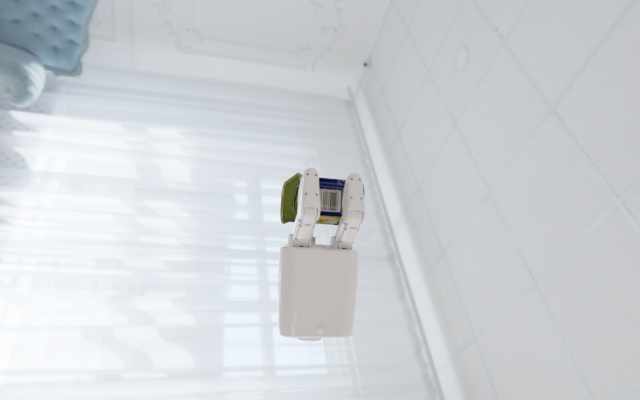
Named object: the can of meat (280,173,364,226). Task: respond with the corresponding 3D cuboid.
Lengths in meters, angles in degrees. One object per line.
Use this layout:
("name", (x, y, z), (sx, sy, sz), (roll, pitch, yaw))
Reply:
("can of meat", (0.000, 0.002, 0.616), (0.084, 0.057, 0.102), (5, -9, -17))
